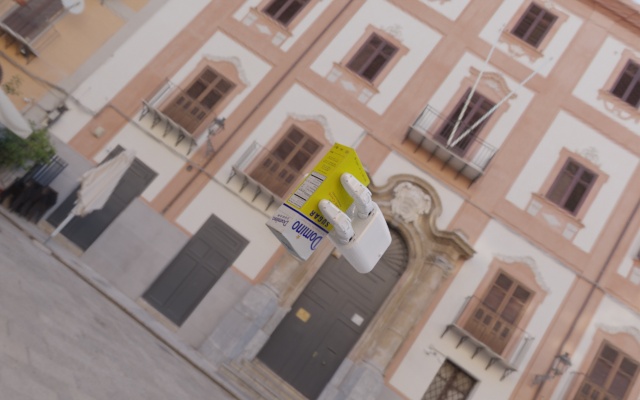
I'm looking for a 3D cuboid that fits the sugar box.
[{"bbox_3d":[0.001,0.003,0.755,0.048,0.176,0.093,25,-20,37],"label":"sugar box"}]
